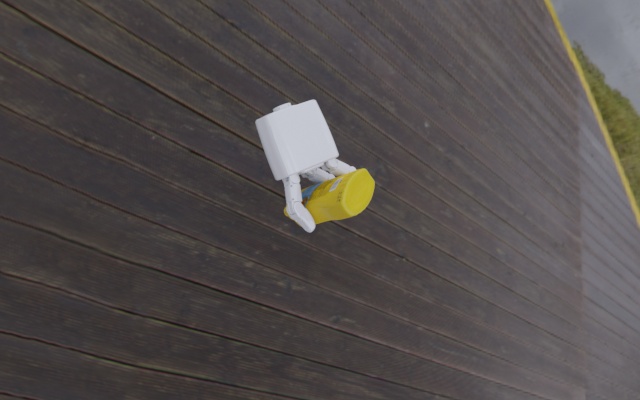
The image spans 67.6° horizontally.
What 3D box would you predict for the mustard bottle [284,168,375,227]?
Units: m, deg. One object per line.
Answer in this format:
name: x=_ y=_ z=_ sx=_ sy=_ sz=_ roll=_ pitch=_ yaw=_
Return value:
mustard bottle: x=0.000 y=0.003 z=0.841 sx=0.191 sy=0.058 sz=0.096 roll=-16 pitch=31 yaw=46
